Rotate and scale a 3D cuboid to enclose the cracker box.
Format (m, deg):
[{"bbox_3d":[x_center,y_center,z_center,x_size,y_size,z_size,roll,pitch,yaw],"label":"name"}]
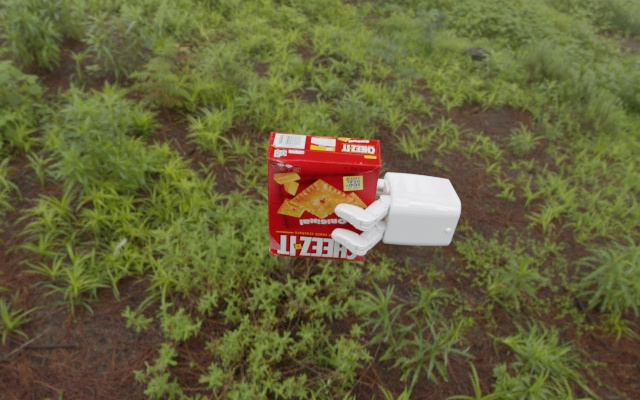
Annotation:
[{"bbox_3d":[0.000,0.002,0.755,0.164,0.214,0.072,4,43,0],"label":"cracker box"}]
